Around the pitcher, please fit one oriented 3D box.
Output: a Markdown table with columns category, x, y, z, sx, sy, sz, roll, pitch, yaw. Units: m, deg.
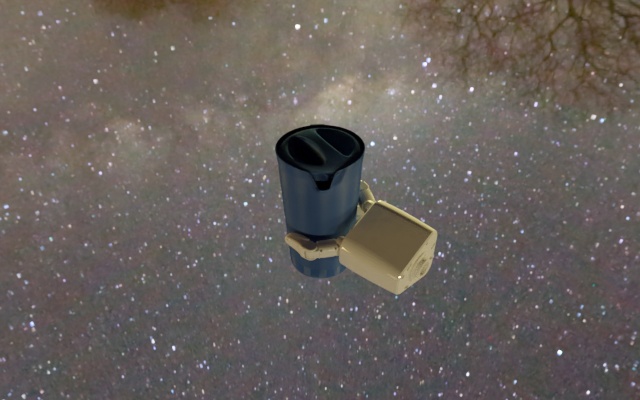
| category | x | y | z | sx | sy | sz | roll | pitch | yaw |
| --- | --- | --- | --- | --- | --- | --- | --- | --- | --- |
| pitcher | 0.000 | 0.003 | 0.785 | 0.145 | 0.243 | 0.149 | 28 | 46 | 30 |
